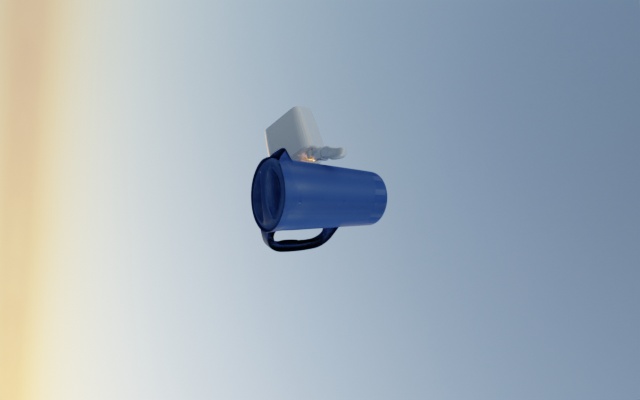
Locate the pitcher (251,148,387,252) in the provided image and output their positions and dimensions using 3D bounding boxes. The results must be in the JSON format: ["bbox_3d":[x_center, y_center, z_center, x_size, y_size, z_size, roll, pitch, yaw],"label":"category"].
[{"bbox_3d":[0.000,0.003,0.893,0.243,0.145,0.149,2,-32,-33],"label":"pitcher"}]
